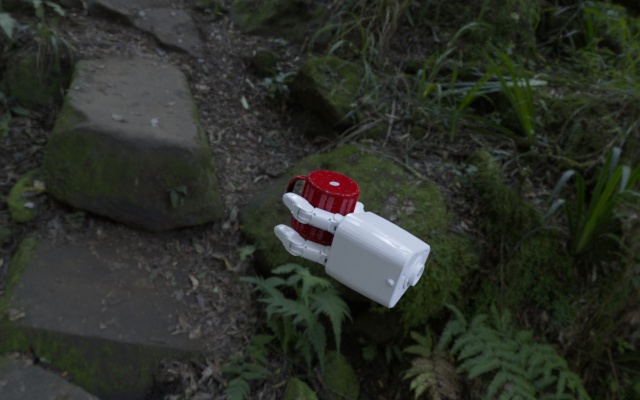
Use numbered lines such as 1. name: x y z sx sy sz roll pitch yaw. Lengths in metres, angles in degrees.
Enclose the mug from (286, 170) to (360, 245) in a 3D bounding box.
1. mug: -0.001 0.002 0.715 0.117 0.081 0.093 28 28 23
